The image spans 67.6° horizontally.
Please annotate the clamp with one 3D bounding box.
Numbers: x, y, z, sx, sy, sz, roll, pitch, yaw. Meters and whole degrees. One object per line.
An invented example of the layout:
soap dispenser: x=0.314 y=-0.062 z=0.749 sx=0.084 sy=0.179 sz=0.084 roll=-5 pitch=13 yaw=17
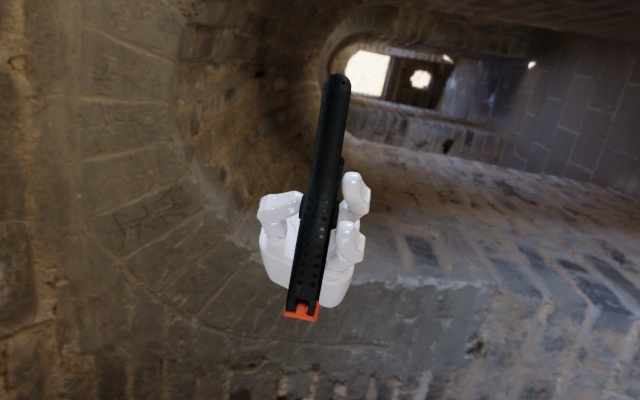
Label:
clamp: x=-0.001 y=0.002 z=0.443 sx=0.036 sy=0.210 sz=0.165 roll=9 pitch=-29 yaw=5
